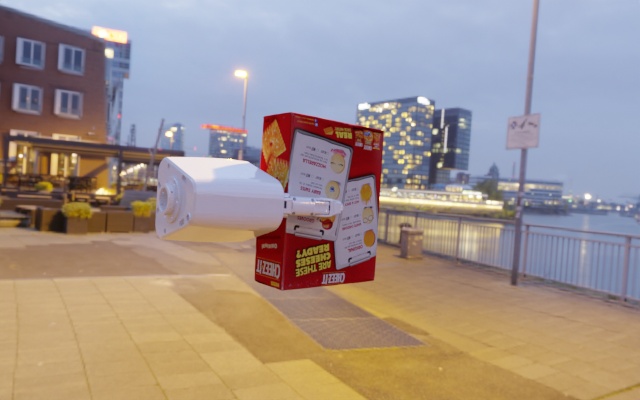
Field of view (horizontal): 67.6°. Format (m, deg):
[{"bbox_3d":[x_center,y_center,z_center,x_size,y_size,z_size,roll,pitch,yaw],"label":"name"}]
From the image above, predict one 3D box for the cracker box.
[{"bbox_3d":[0.000,0.002,0.637,0.164,0.213,0.072,3,2,-40],"label":"cracker box"}]
